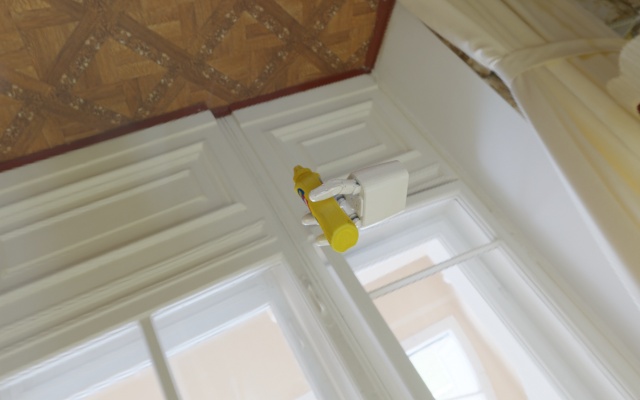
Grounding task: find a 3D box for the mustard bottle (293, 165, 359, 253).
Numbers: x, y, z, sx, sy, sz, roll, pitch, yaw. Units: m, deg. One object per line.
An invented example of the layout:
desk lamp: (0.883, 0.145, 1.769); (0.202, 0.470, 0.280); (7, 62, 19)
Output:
mustard bottle: (0.000, 0.003, 0.900); (0.058, 0.191, 0.096); (-32, -31, -3)
